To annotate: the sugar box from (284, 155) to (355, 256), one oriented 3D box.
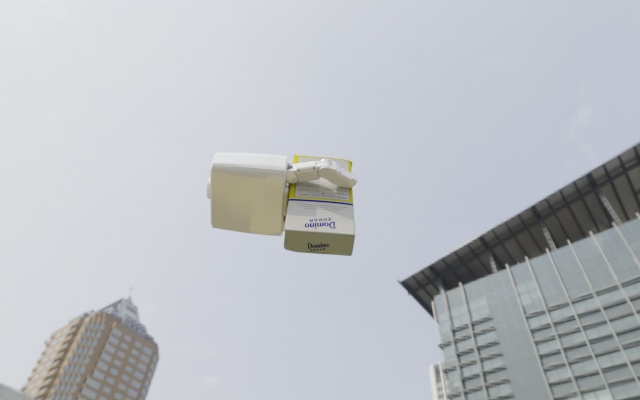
[{"bbox_3d":[0.000,0.003,0.685,0.093,0.048,0.176,5,41,-1],"label":"sugar box"}]
